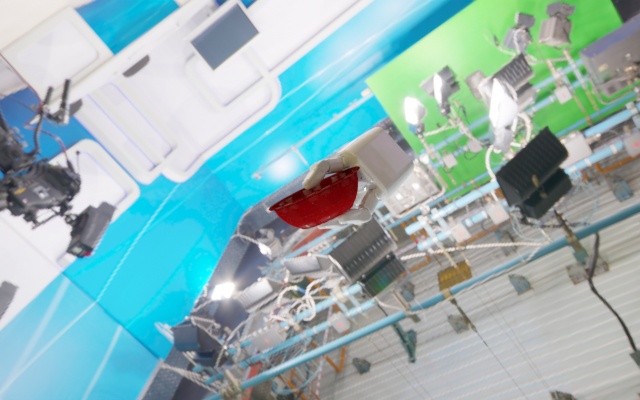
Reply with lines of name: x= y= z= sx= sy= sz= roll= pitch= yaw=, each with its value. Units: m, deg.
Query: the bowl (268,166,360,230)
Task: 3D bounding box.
bowl: x=-0.001 y=0.003 z=0.768 sx=0.162 sy=0.055 sz=0.162 roll=-25 pitch=6 yaw=3
